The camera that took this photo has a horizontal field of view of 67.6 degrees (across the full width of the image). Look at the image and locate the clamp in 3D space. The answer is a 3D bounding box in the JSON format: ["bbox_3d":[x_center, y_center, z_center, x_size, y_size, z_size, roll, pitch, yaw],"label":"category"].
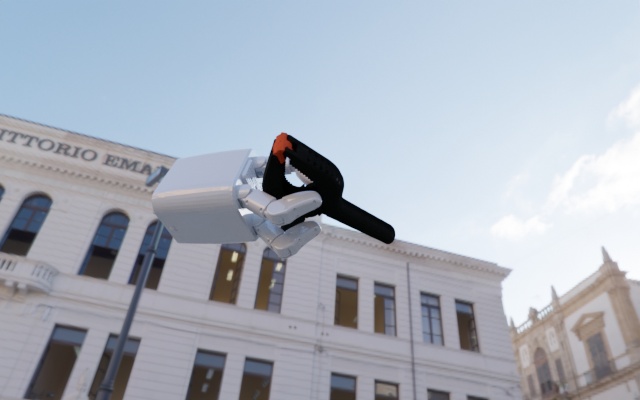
[{"bbox_3d":[0.000,0.001,0.567,0.164,0.036,0.210,-5,-39,11],"label":"clamp"}]
